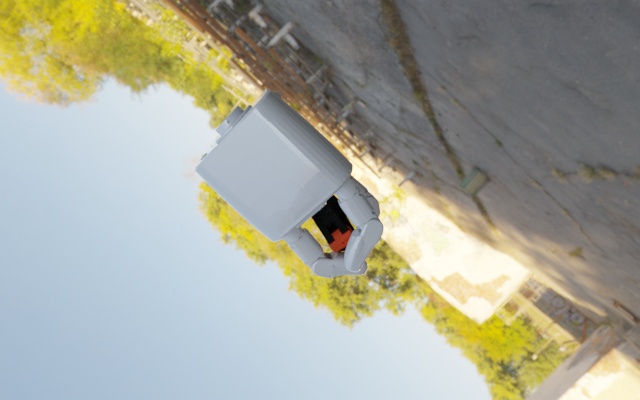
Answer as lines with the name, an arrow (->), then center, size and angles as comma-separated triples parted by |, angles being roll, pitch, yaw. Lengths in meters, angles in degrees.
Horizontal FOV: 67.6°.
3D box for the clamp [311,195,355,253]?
clamp -> 0.000, 0.002, 0.552 | 0.120, 0.039, 0.171 | 44, 5, -15
